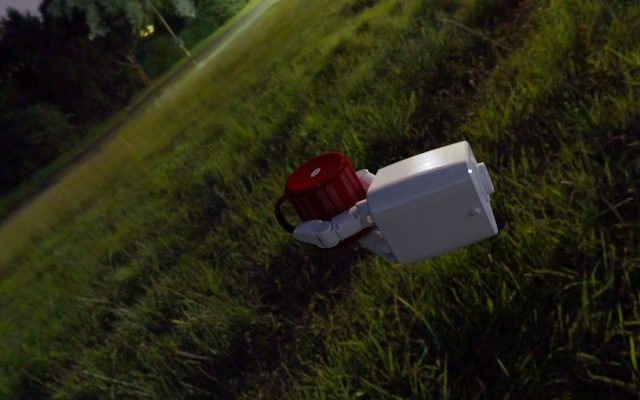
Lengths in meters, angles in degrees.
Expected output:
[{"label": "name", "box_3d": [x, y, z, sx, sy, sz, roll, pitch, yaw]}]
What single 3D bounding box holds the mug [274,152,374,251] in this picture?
[{"label": "mug", "box_3d": [-0.001, 0.002, 0.560, 0.117, 0.081, 0.093, -21, 28, 20]}]
